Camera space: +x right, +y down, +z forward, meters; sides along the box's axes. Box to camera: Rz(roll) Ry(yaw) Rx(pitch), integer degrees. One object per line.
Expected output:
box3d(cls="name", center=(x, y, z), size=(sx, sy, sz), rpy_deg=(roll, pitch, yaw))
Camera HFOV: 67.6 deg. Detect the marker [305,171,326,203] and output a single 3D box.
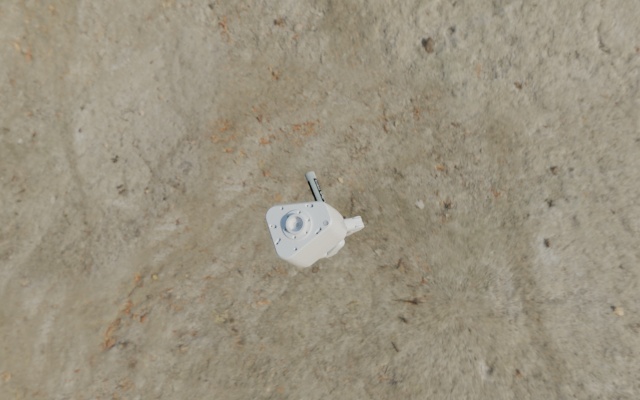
box3d(cls="marker", center=(0.000, 0.003, 0.879), size=(0.020, 0.121, 0.020), rpy_deg=(-20, -17, -6))
